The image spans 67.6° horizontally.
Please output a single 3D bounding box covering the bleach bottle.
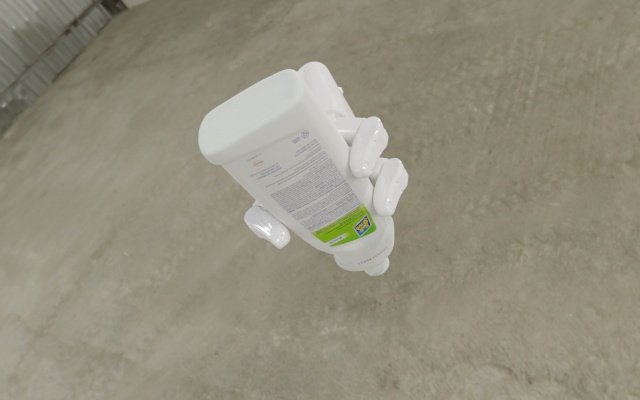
[{"bbox_3d":[0.000,0.001,0.460,0.102,0.068,0.251,-27,-48,11],"label":"bleach bottle"}]
